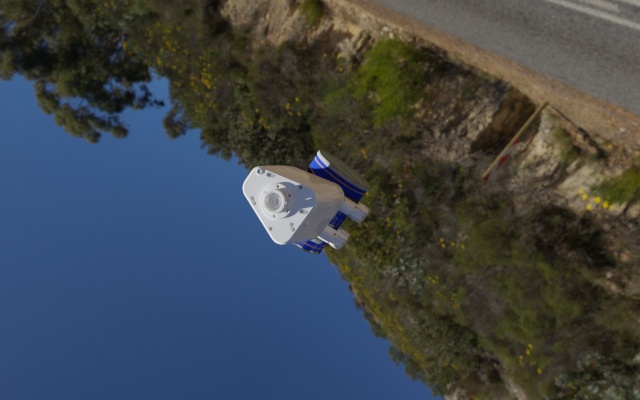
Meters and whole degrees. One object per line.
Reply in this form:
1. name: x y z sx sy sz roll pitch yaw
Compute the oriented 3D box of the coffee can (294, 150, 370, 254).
1. coffee can: 0.000 0.002 0.791 0.103 0.140 0.102 34 14 -9
